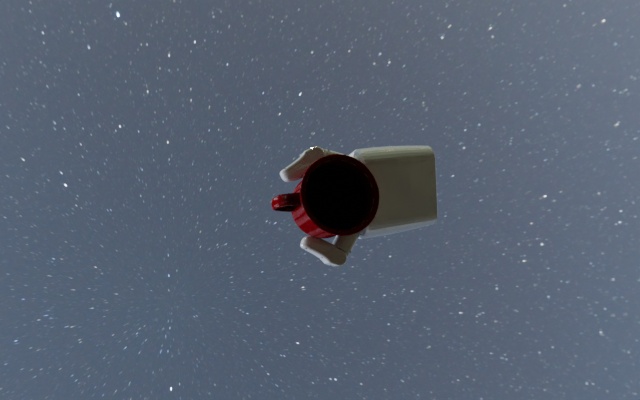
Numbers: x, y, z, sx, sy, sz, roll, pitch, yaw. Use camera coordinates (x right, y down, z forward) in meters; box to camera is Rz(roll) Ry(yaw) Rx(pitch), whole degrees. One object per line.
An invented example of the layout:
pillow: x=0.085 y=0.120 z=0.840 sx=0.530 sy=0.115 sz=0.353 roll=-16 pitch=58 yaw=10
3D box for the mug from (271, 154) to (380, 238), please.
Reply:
mug: x=-0.001 y=0.002 z=0.562 sx=0.117 sy=0.093 sz=0.081 roll=-6 pitch=-9 yaw=-18
